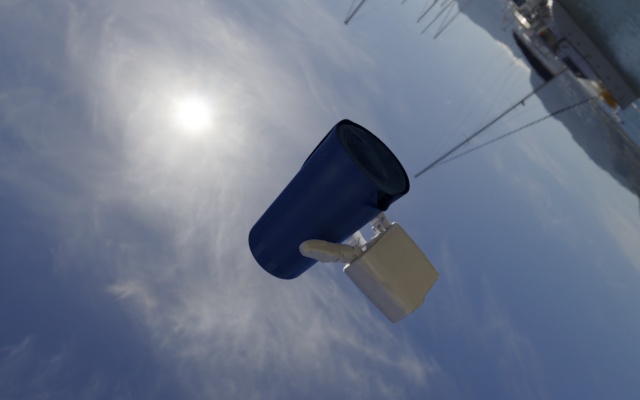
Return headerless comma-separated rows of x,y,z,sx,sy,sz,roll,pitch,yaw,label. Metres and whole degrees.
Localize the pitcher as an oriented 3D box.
0.000,0.002,0.705,0.243,0.145,0.149,-44,-3,29,pitcher
